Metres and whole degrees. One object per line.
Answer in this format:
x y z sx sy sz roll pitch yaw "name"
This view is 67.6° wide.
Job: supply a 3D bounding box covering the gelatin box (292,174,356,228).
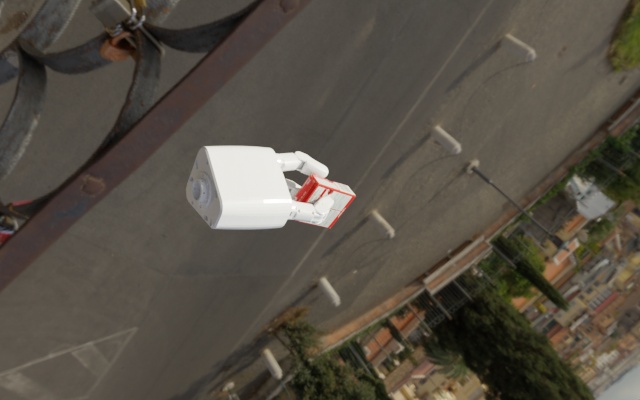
0.001 0.003 0.749 0.089 0.073 0.030 16 30 -43 "gelatin box"
